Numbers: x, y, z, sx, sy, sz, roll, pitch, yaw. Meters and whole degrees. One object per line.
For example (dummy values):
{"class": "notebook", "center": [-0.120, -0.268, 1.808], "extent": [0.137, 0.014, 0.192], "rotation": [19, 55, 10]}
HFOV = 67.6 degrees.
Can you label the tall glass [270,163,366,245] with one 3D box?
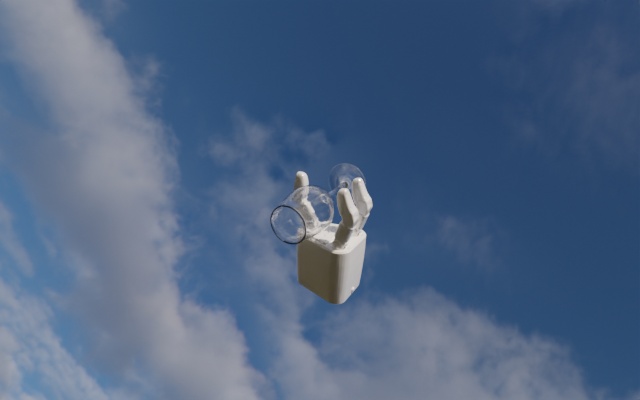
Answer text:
{"class": "tall glass", "center": [0.000, 0.002, 0.774], "extent": [0.079, 0.079, 0.201], "rotation": [0, 20, 31]}
